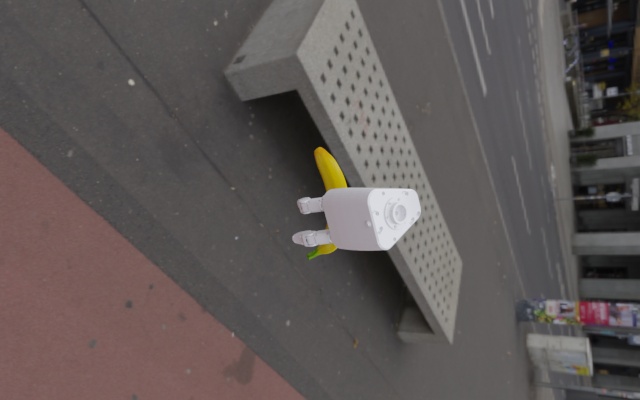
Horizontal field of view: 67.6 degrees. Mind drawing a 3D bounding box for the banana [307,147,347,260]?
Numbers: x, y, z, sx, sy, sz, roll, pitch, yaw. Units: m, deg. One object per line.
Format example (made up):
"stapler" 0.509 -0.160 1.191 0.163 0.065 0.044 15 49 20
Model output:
"banana" 0.018 0.007 0.831 0.069 0.198 0.037 4 0 -14
